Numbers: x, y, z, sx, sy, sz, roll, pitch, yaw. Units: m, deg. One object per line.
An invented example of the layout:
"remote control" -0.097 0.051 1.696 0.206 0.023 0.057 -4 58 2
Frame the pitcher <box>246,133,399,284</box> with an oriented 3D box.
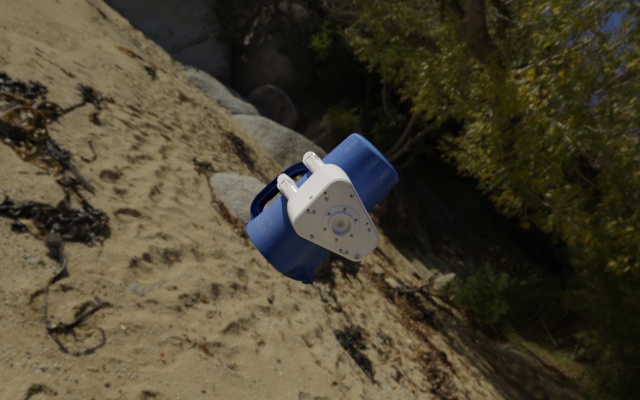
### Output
"pitcher" 0.000 0.003 0.781 0.149 0.243 0.145 45 4 -13
